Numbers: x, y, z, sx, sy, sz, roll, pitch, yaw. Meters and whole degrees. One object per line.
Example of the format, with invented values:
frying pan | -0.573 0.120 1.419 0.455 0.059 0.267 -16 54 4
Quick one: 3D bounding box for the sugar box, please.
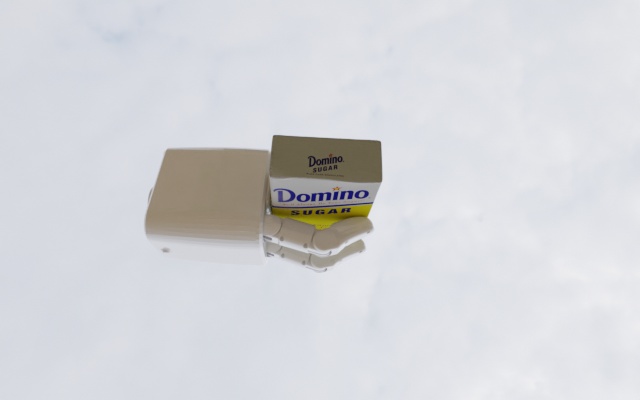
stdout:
sugar box | 0.000 0.002 0.462 0.093 0.048 0.176 3 -22 -2
